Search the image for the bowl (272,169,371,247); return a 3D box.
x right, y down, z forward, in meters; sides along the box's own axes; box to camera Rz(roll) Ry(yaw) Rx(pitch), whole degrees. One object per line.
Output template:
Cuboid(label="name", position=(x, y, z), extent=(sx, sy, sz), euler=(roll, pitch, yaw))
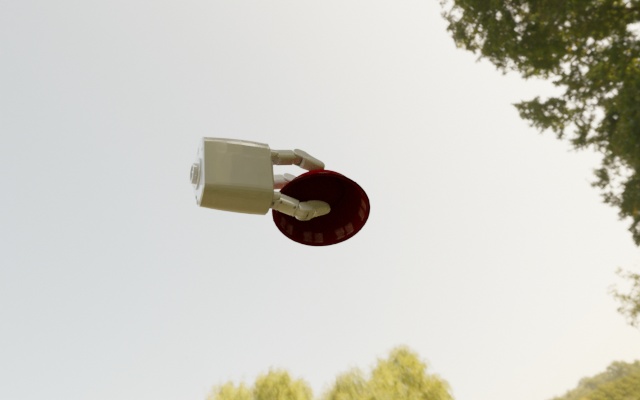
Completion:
Cuboid(label="bowl", position=(0.001, 0.003, 0.796), extent=(0.162, 0.162, 0.055), euler=(0, 41, -3))
